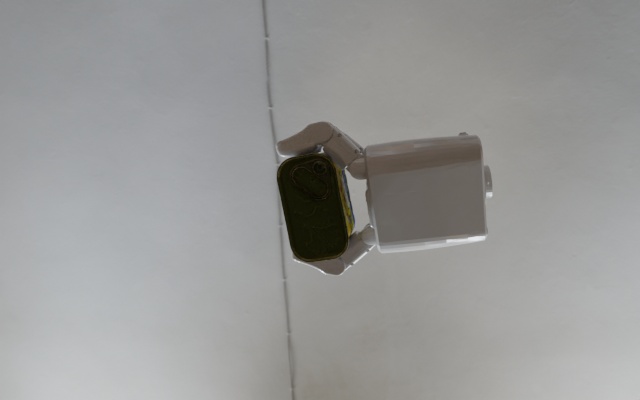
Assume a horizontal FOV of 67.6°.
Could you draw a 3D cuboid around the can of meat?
[{"bbox_3d":[0.000,0.002,0.485,0.057,0.102,0.084,-10,7,12],"label":"can of meat"}]
